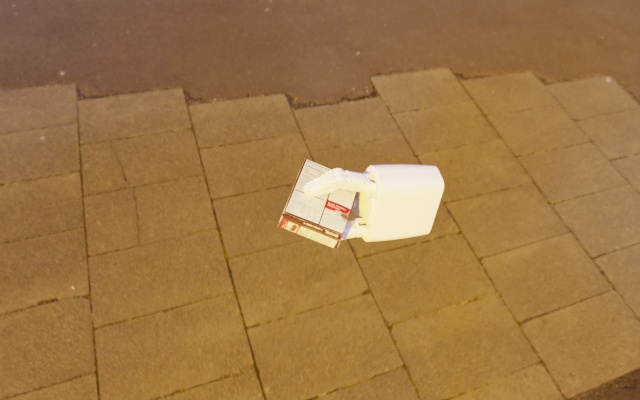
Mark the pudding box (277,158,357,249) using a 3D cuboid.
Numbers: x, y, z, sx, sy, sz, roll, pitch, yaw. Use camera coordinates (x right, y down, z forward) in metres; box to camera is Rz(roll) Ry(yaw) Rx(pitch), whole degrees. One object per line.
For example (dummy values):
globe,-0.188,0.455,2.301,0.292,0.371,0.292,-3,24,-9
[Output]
pudding box,0.000,0.002,0.679,0.090,0.113,0.039,21,-41,-2
